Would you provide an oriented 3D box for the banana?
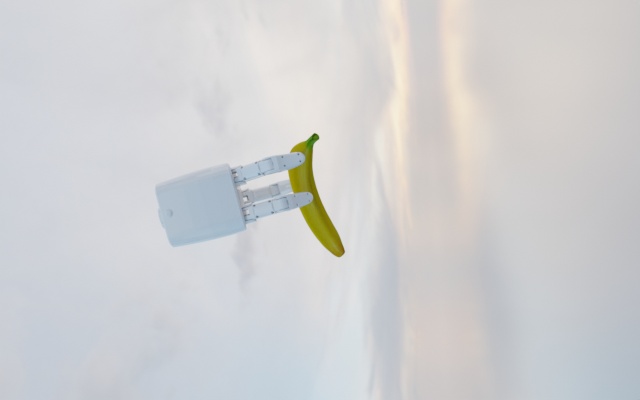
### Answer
[{"bbox_3d":[-0.011,-0.005,0.707,0.037,0.198,0.069,-28,27,-27],"label":"banana"}]
